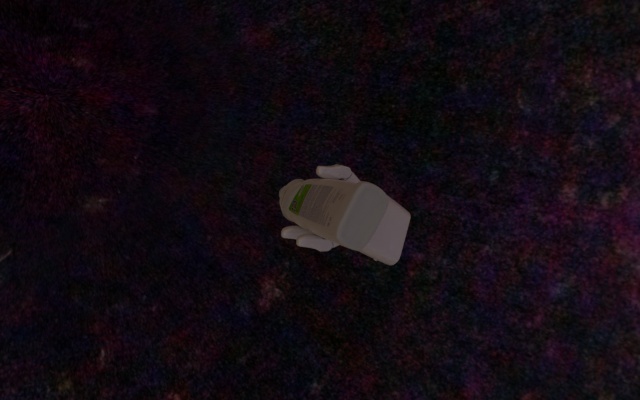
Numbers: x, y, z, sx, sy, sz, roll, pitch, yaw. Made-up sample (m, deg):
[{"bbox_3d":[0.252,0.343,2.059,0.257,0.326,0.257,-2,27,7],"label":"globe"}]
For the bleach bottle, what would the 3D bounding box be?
[{"bbox_3d":[0.000,0.003,0.787,0.068,0.102,0.250,31,-5,-31],"label":"bleach bottle"}]
